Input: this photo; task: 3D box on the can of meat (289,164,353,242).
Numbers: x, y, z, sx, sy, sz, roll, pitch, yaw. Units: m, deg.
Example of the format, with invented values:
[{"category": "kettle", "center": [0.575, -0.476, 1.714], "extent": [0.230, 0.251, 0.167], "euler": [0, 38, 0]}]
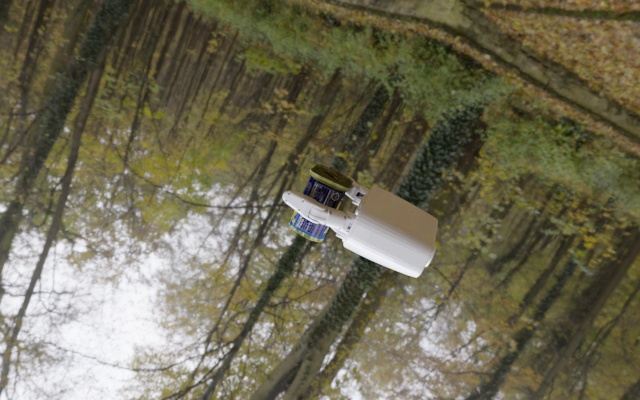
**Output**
[{"category": "can of meat", "center": [0.000, 0.002, 0.662], "extent": [0.057, 0.084, 0.102], "euler": [25, 12, 2]}]
